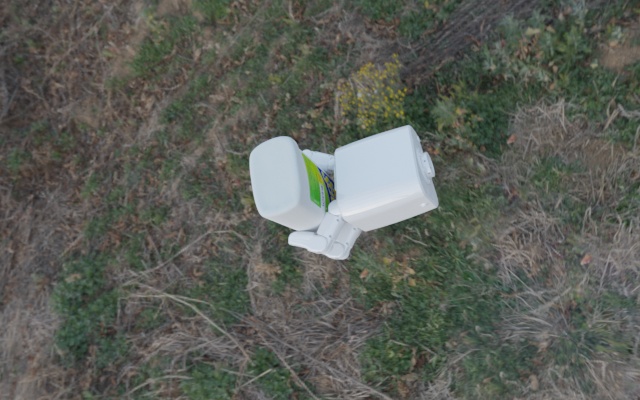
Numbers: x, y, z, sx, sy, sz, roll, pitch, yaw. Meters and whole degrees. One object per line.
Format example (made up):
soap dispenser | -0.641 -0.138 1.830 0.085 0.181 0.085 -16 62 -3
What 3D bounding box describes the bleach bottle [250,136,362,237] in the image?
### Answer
bleach bottle | 0.000 0.002 0.670 0.068 0.102 0.251 -18 -22 22
